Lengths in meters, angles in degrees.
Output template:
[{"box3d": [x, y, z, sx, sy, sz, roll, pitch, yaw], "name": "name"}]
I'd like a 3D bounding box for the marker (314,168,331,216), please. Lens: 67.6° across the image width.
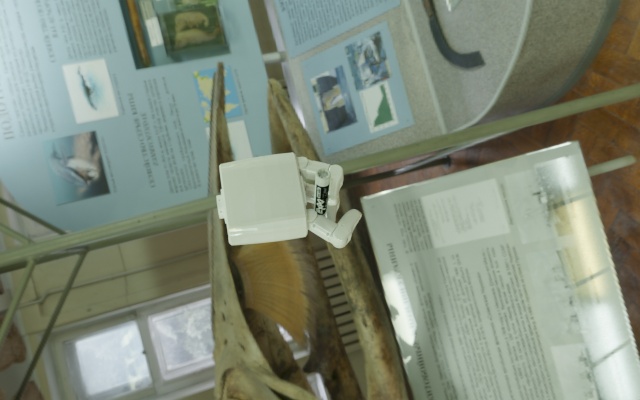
[{"box3d": [0.000, 0.002, 0.636, 0.020, 0.020, 0.121, 0, -35, -4], "name": "marker"}]
